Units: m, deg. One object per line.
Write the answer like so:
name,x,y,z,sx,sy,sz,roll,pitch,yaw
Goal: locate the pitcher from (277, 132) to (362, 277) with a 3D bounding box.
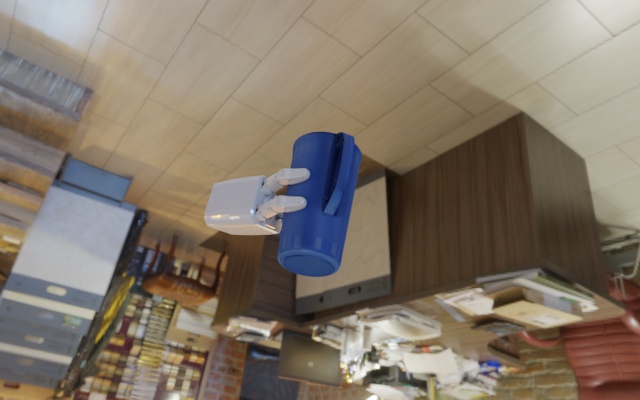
pitcher,0.000,0.003,0.848,0.145,0.242,0.149,-3,-32,21
